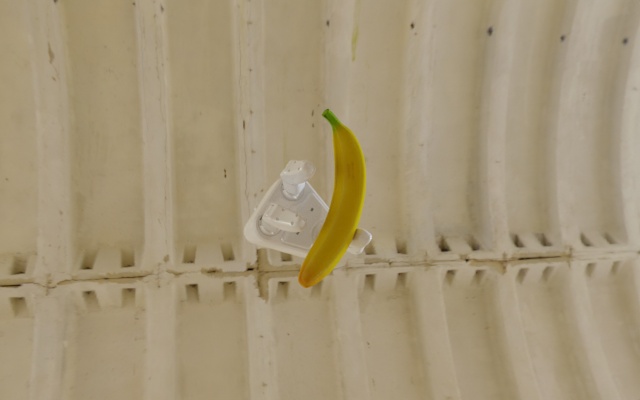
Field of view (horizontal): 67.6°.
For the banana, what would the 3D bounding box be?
[{"bbox_3d":[0.018,0.002,0.538,0.069,0.197,0.037,11,-10,-22],"label":"banana"}]
